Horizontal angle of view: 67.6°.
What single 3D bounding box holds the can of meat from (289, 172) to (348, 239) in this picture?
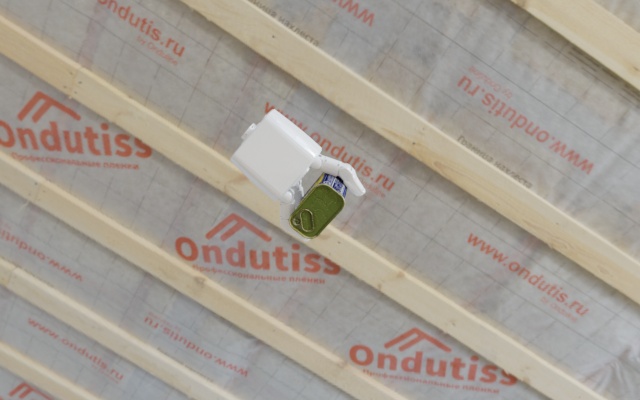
[{"bbox_3d":[0.000,0.002,0.804,0.057,0.102,0.084,38,25,-7],"label":"can of meat"}]
